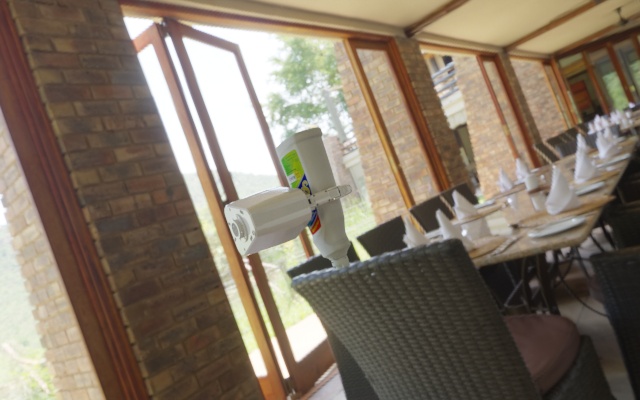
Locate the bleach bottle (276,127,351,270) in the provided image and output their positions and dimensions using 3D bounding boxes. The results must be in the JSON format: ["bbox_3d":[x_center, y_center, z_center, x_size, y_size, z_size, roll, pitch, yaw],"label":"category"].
[{"bbox_3d":[0.000,0.003,0.863,0.068,0.251,0.102,-20,-2,-32],"label":"bleach bottle"}]
